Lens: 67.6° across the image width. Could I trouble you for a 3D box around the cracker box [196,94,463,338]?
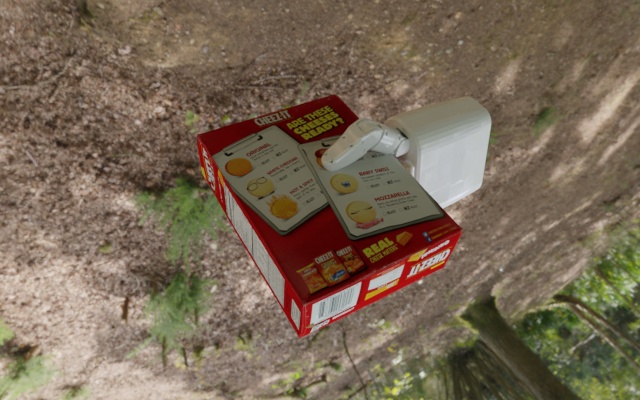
[{"bbox_3d":[0.000,0.002,0.461,0.164,0.213,0.072,-21,-36,-24],"label":"cracker box"}]
